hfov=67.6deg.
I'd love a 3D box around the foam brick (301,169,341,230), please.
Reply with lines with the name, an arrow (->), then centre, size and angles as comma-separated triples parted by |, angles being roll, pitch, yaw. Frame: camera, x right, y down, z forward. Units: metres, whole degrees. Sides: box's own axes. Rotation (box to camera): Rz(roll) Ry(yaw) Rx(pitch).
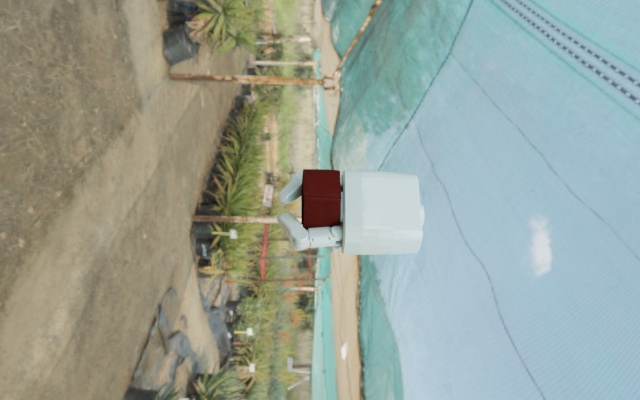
foam brick -> 0.000, 0.002, 0.647 | 0.051, 0.053, 0.078 | 2, -42, -1
